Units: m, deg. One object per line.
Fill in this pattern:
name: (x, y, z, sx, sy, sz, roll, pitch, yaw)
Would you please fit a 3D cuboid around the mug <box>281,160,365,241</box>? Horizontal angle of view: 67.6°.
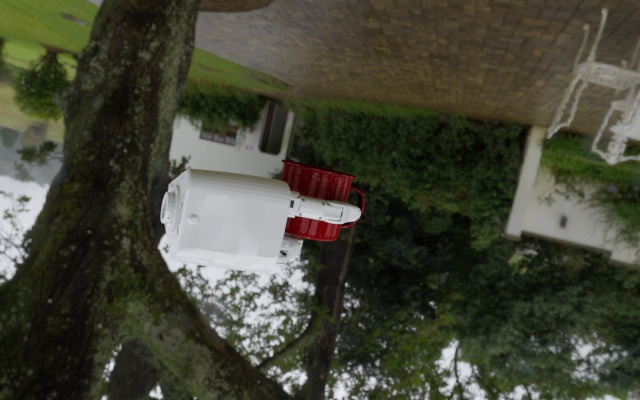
mug: (0.001, 0.002, 0.584, 0.117, 0.081, 0.093, 10, 6, -27)
